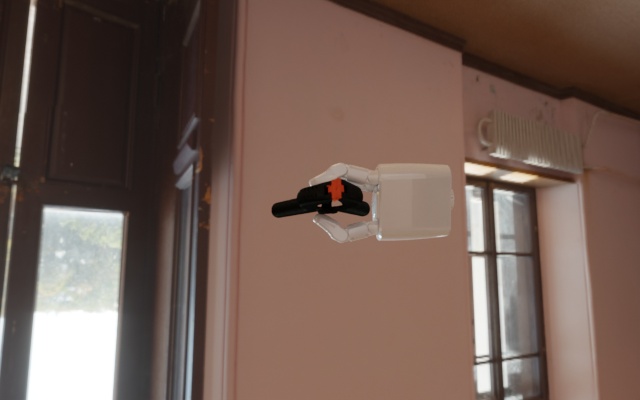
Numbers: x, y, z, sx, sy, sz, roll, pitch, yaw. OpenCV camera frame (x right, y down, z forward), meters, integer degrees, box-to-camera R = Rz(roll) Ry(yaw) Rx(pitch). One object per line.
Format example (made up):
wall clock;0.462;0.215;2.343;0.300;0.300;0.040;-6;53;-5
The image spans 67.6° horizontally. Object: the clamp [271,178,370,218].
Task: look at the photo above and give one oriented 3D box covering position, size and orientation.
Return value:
clamp;0.000;0.003;0.714;0.164;0.036;0.210;-3;-9;0
